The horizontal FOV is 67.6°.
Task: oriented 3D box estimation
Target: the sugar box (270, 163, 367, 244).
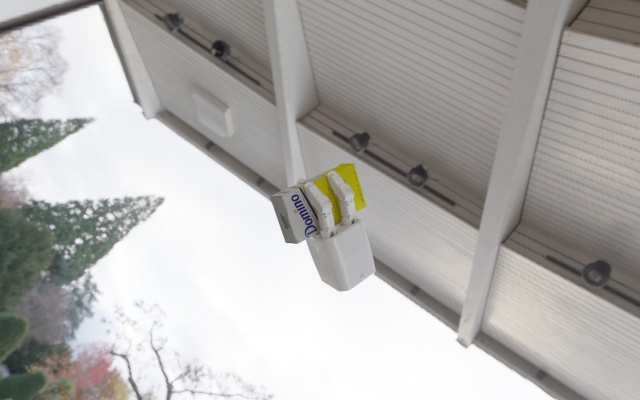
[{"bbox_3d":[0.001,0.003,0.871,0.176,0.093,0.048,-28,16,-36],"label":"sugar box"}]
